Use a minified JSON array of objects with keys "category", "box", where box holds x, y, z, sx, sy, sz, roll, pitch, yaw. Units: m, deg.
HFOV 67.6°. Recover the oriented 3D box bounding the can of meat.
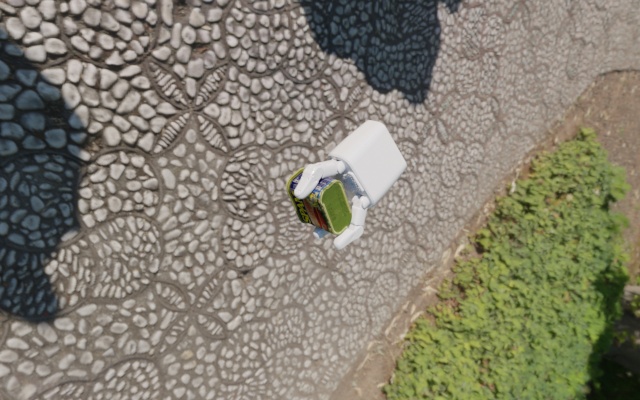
[{"category":"can of meat","box":[0.000,0.003,0.799,0.084,0.102,0.057,20,53,43]}]
